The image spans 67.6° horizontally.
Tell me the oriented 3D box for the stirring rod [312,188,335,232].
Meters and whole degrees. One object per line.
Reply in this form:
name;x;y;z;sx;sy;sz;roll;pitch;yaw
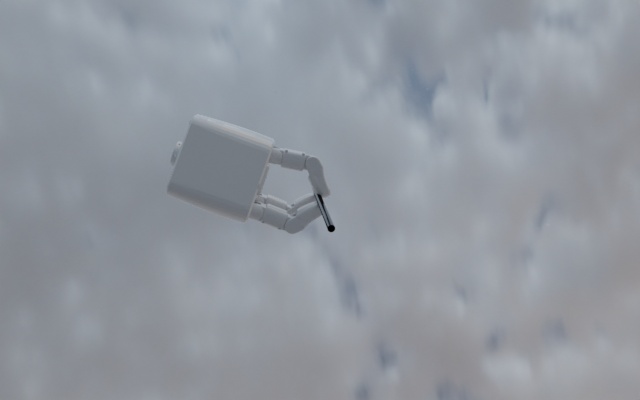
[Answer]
stirring rod;0.000;0.002;0.599;0.011;0.011;0.239;0;13;-5
